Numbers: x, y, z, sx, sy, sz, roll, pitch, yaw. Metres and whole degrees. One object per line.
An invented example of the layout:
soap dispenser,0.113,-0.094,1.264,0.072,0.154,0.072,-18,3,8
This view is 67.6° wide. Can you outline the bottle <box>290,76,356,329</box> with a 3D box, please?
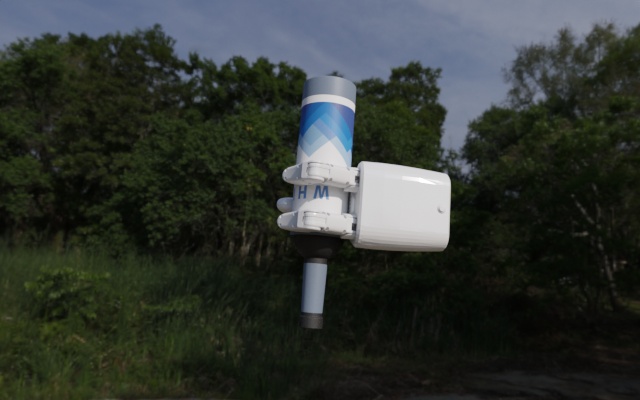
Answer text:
bottle,0.000,0.002,0.573,0.069,0.295,0.069,5,-10,1
